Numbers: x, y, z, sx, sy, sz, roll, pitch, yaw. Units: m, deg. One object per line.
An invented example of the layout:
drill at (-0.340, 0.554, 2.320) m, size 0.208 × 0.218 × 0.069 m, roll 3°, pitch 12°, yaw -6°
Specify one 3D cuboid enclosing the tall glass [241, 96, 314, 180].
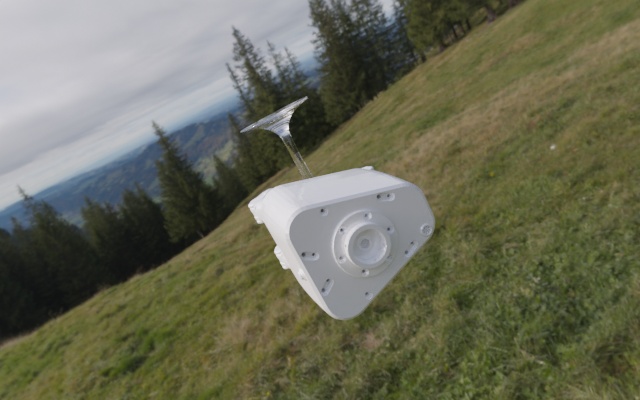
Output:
tall glass at (0.000, 0.001, 0.488) m, size 0.079 × 0.201 × 0.079 m, roll -26°, pitch 14°, yaw 7°
